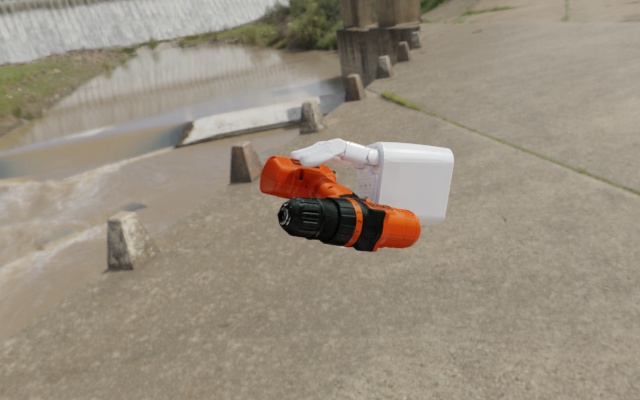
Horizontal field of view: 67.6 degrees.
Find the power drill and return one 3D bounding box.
[{"bbox_3d":[0.000,0.002,0.567,0.184,0.057,0.187,10,16,-37],"label":"power drill"}]
